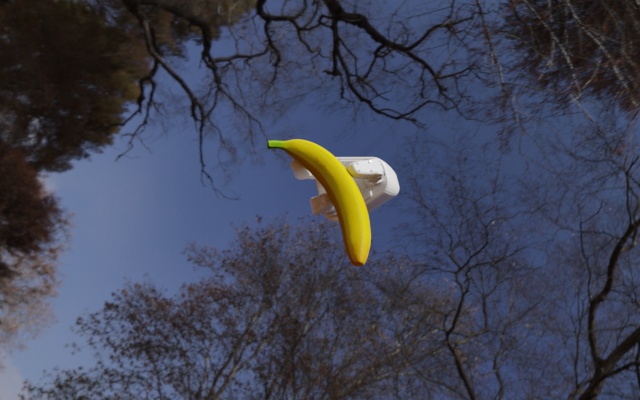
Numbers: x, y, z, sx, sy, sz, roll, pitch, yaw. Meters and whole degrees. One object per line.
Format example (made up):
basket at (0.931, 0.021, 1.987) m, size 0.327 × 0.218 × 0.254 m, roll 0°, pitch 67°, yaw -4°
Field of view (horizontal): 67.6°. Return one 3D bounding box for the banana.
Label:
banana at (0.013, -0.010, 0.598) m, size 0.069 × 0.197 × 0.037 m, roll -33°, pitch -18°, yaw -15°
